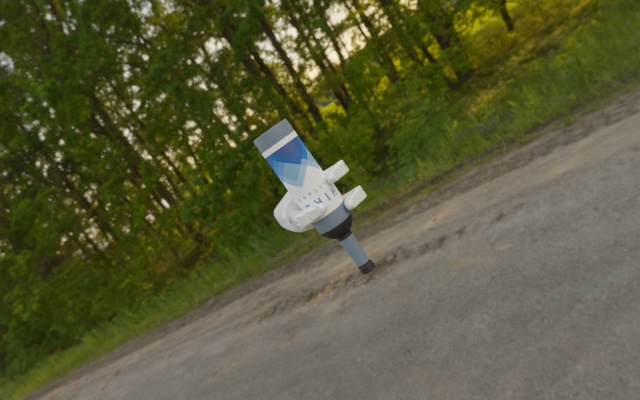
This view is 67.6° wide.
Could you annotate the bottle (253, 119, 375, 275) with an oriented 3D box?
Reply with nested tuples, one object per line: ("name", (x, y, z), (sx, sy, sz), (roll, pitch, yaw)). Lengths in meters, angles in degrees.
("bottle", (0.000, 0.002, 0.809), (0.069, 0.296, 0.069), (-34, 9, 6))
